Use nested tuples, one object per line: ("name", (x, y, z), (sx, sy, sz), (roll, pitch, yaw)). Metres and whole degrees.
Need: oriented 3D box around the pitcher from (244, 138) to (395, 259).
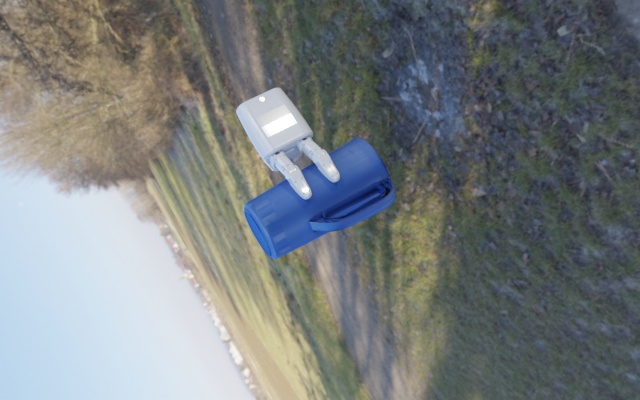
("pitcher", (0.000, 0.003, 0.825), (0.243, 0.145, 0.149), (-29, -10, -16))
